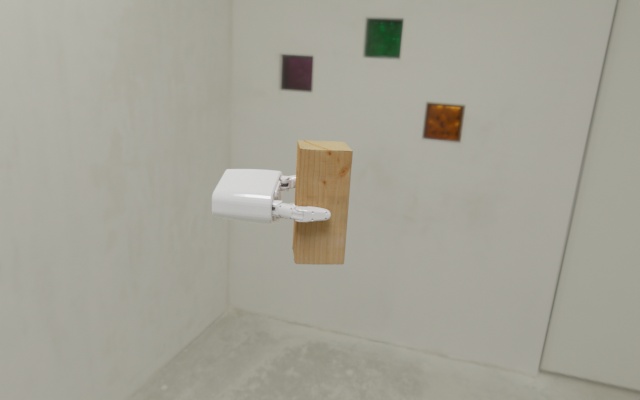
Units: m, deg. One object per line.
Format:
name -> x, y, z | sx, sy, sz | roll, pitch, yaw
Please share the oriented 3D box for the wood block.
wood block -> 0.000, 0.003, 0.858 | 0.090, 0.206, 0.090 | 1, 17, -7
